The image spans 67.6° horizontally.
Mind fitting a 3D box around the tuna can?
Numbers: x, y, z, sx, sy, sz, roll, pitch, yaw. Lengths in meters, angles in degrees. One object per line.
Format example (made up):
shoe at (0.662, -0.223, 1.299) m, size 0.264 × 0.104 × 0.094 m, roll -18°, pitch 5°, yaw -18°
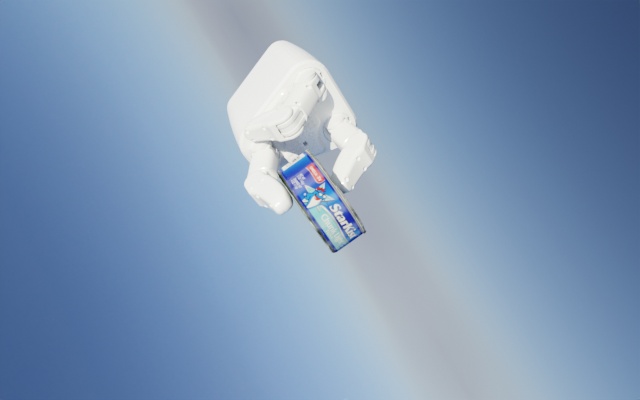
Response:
tuna can at (0.000, 0.002, 0.401) m, size 0.034 × 0.086 × 0.086 m, roll -35°, pitch 1°, yaw -2°
